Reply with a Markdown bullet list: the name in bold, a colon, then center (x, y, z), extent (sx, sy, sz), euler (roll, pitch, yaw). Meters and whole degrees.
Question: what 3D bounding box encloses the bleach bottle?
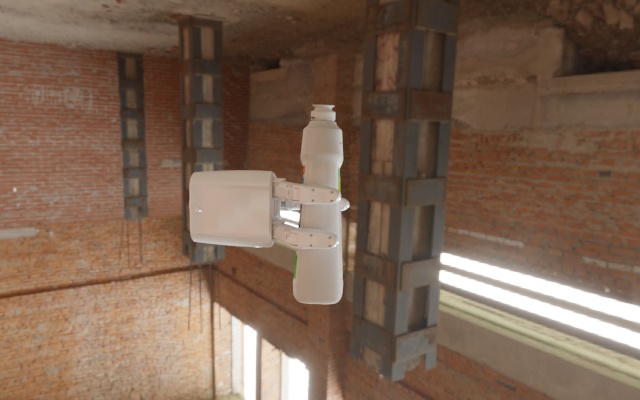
- **bleach bottle**: center (0.000, 0.002, 0.632), extent (0.068, 0.251, 0.102), euler (2, 8, 0)
